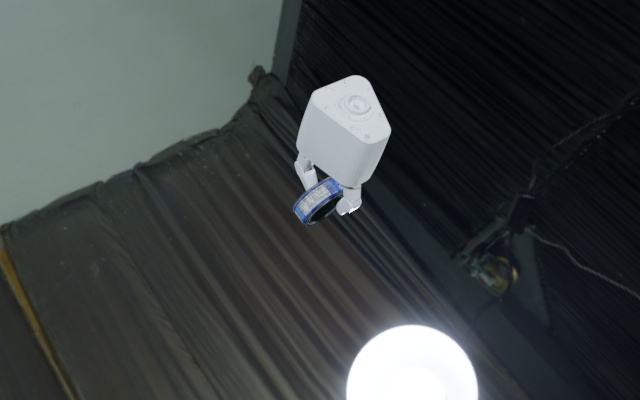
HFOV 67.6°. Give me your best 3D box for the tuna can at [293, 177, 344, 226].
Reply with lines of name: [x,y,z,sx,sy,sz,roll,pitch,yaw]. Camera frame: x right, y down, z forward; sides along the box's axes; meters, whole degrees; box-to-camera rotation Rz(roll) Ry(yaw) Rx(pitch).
tuna can: [0.000,0.003,0.751,0.086,0.033,0.086,-35,-14,-10]
